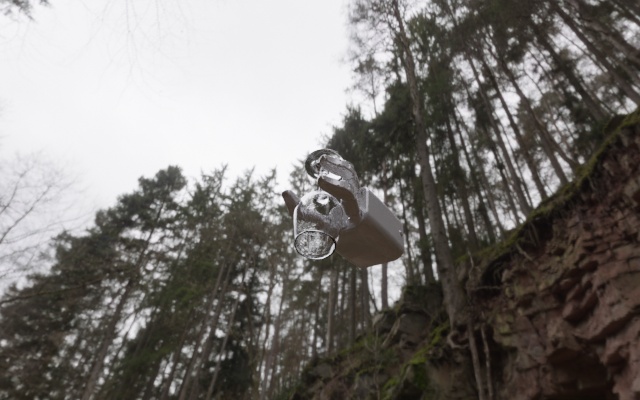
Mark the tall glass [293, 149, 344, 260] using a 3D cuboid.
[{"bbox_3d":[0.000,0.002,0.776,0.079,0.079,0.200,0,40,7],"label":"tall glass"}]
